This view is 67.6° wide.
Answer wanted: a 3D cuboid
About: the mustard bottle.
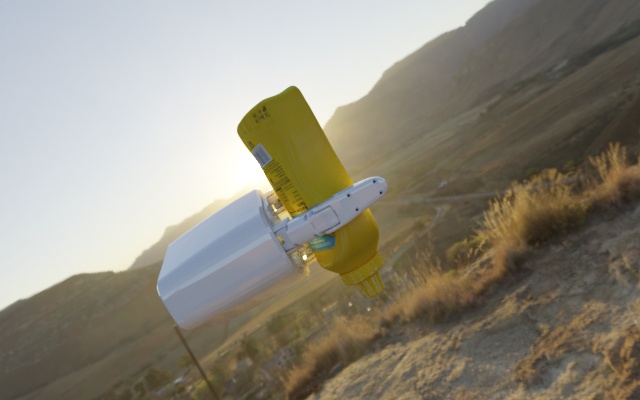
[{"bbox_3d":[0.000,0.001,0.420,0.058,0.191,0.096,-33,4,-24],"label":"mustard bottle"}]
